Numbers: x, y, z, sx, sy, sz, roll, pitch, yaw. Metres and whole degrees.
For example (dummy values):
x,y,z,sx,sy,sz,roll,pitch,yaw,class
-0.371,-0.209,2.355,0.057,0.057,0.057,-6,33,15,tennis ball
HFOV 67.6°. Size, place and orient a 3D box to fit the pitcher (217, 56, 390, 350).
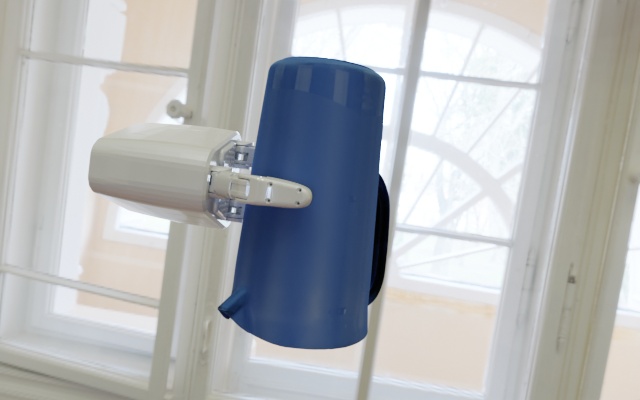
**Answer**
x,y,z,sx,sy,sz,roll,pitch,yaw,class
0.000,0.001,0.448,0.145,0.243,0.149,8,4,5,pitcher
